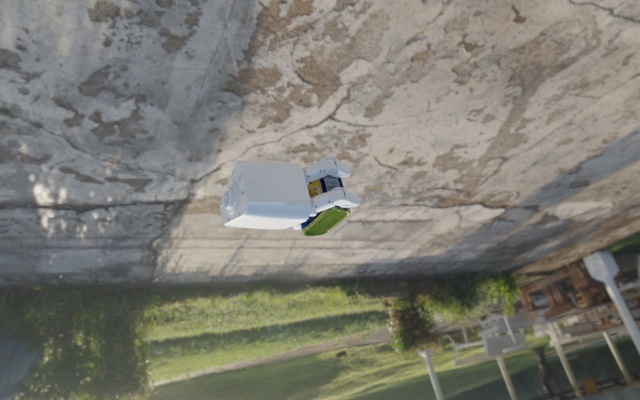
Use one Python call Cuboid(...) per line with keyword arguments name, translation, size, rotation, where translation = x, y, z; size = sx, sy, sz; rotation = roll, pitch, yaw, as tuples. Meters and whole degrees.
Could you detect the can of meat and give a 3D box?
Cuboid(name="can of meat", translation=(0.000, 0.003, 0.801), size=(0.057, 0.084, 0.102), rotation=(5, -32, -34))
